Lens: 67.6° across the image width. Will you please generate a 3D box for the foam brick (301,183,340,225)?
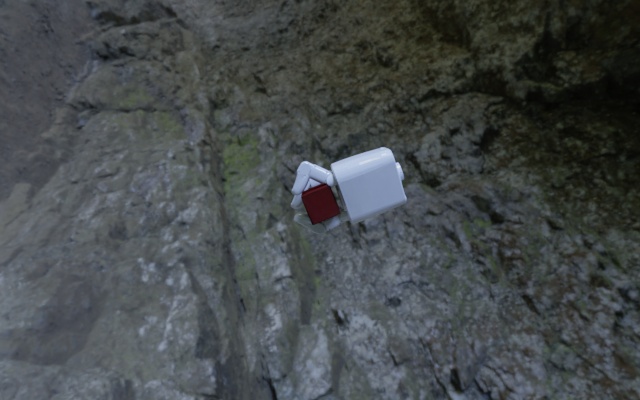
[{"bbox_3d":[0.000,0.003,0.827,0.051,0.053,0.078,-22,9,3],"label":"foam brick"}]
